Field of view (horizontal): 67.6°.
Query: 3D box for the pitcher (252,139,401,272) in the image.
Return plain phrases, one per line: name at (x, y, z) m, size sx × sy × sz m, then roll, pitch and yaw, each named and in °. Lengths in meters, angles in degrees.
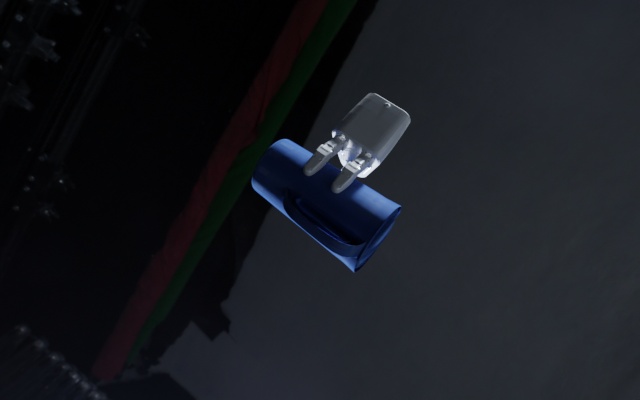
pitcher at (0.000, 0.003, 0.802) m, size 0.243 × 0.145 × 0.149 m, roll 35°, pitch -18°, yaw 15°
